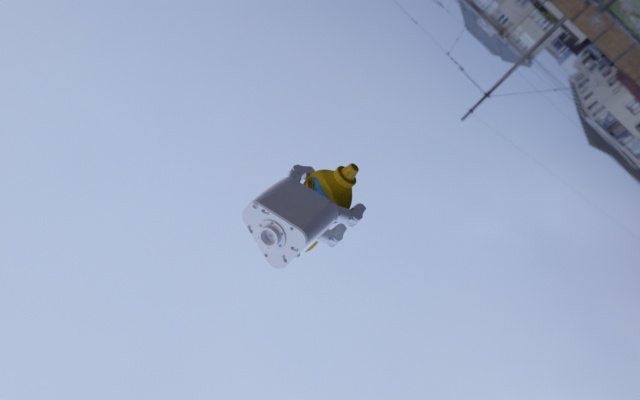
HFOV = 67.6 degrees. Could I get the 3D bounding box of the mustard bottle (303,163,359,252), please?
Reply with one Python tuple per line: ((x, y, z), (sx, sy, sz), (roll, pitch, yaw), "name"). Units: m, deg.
((0.000, 0.003, 0.831), (0.058, 0.096, 0.192), (-3, -35, -48), "mustard bottle")
